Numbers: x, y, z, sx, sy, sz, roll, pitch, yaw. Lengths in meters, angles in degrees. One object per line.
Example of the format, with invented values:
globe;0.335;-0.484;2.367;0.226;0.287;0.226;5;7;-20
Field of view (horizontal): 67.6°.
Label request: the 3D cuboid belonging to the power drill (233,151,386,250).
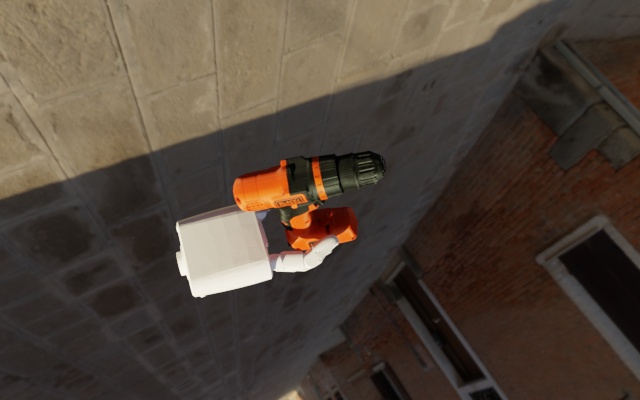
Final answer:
power drill;0.000;0.002;0.630;0.184;0.057;0.188;-9;-27;8
